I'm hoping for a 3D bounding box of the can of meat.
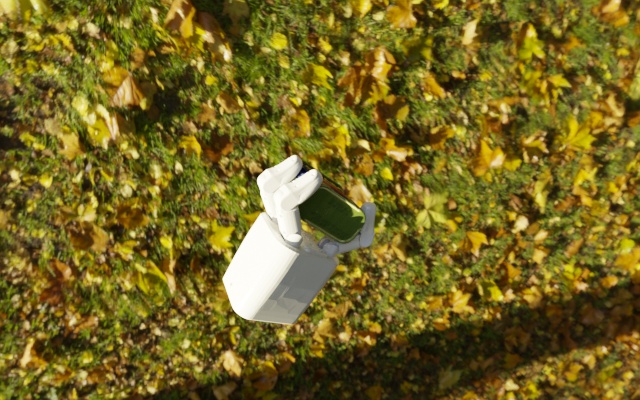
[{"bbox_3d":[0.000,0.002,0.608,0.102,0.057,0.084,33,8,-32],"label":"can of meat"}]
